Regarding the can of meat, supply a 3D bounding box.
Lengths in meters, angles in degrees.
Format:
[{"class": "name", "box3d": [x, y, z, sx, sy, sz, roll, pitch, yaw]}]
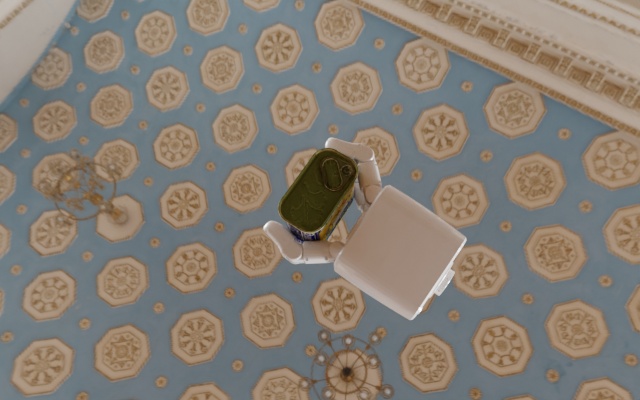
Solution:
[{"class": "can of meat", "box3d": [0.000, 0.002, 0.566, 0.057, 0.102, 0.084, 30, -17, 14]}]
